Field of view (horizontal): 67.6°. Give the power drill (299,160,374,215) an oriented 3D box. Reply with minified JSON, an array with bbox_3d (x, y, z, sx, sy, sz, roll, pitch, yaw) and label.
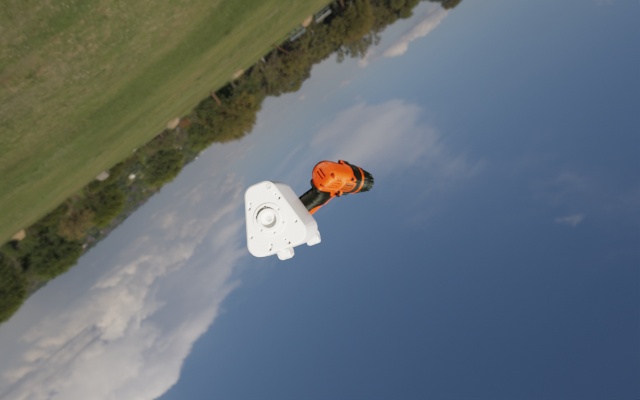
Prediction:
[{"bbox_3d":[0.000,0.003,0.873,0.188,0.057,0.184,-45,-24,20],"label":"power drill"}]
